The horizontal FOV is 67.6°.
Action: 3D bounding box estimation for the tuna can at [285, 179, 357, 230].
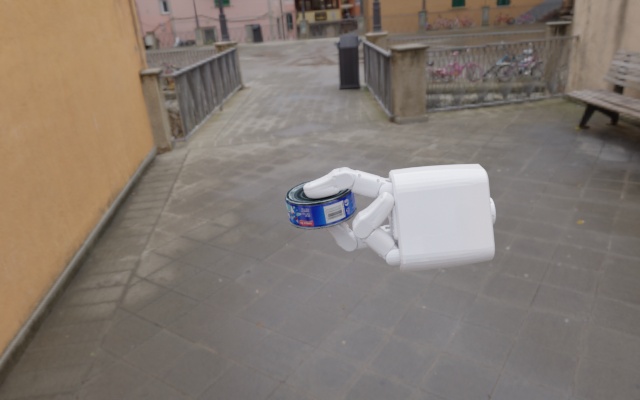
[{"bbox_3d":[0.000,0.001,0.588,0.086,0.034,0.086,-9,22,4],"label":"tuna can"}]
